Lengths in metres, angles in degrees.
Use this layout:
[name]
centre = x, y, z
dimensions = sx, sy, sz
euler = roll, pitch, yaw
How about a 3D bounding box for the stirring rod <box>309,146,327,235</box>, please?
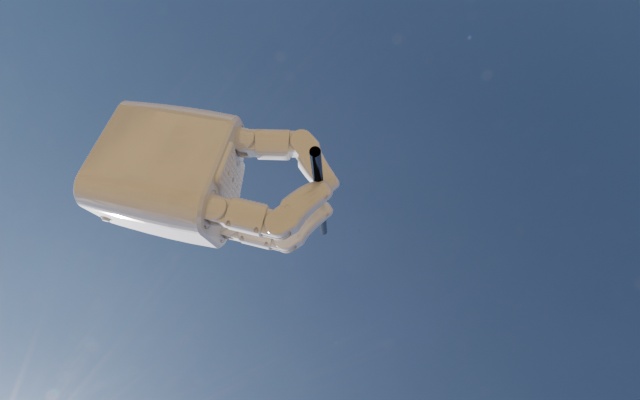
[stirring rod]
centre = 0.000, 0.001, 0.436
dimensions = 0.011, 0.011, 0.240
euler = 0, -17, 2
